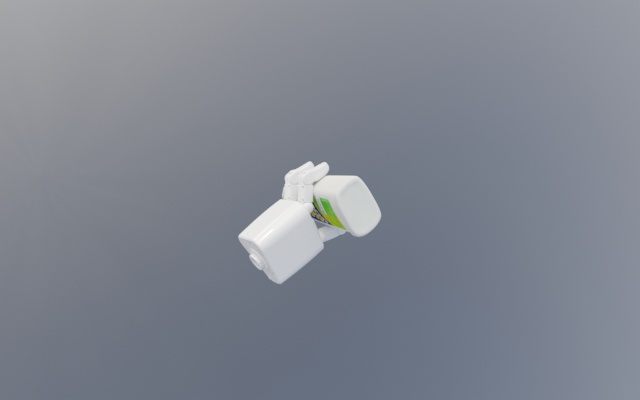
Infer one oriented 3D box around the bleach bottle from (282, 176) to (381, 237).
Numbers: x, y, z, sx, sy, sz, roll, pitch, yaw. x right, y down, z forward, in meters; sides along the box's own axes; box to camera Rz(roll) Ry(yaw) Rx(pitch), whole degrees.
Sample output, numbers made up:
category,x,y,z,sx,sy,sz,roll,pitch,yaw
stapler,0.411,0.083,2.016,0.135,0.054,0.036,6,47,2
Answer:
category,x,y,z,sx,sy,sz,roll,pitch,yaw
bleach bottle,0.000,0.003,0.888,0.068,0.102,0.251,-39,21,-23
